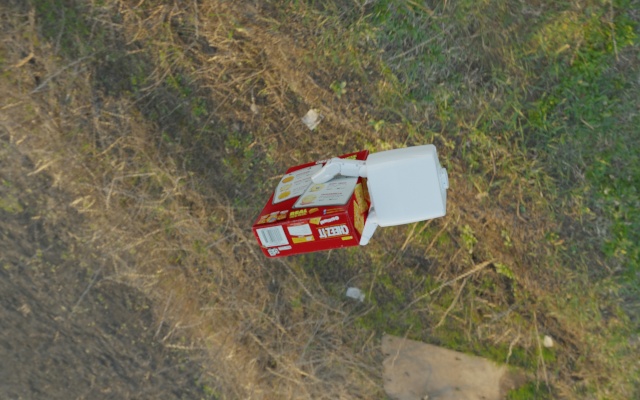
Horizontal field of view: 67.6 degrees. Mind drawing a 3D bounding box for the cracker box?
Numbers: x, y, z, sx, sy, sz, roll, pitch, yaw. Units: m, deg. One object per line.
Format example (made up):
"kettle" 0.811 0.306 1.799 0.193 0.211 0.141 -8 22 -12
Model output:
"cracker box" 0.000 0.003 0.815 0.164 0.072 0.213 -11 27 21
